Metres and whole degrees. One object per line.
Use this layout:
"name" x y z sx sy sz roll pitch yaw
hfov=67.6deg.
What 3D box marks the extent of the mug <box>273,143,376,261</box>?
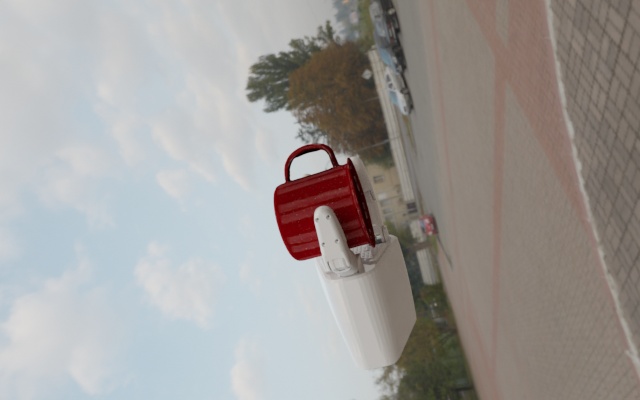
"mug" -0.001 0.000 0.477 0.081 0.117 0.093 -16 10 10
